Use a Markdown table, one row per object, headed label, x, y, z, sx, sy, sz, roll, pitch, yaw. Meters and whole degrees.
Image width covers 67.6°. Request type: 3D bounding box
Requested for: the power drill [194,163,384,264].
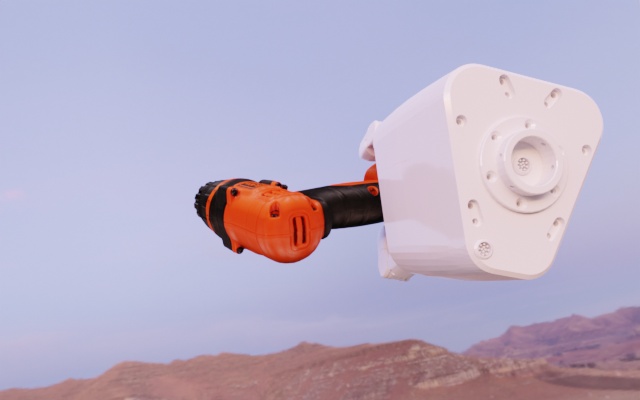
| label | x | y | z | sx | sy | sz | roll | pitch | yaw |
| --- | --- | --- | --- | --- | --- | --- | --- | --- | --- |
| power drill | 0.001 | 0.001 | 0.402 | 0.187 | 0.057 | 0.184 | -11 | 13 | -28 |
